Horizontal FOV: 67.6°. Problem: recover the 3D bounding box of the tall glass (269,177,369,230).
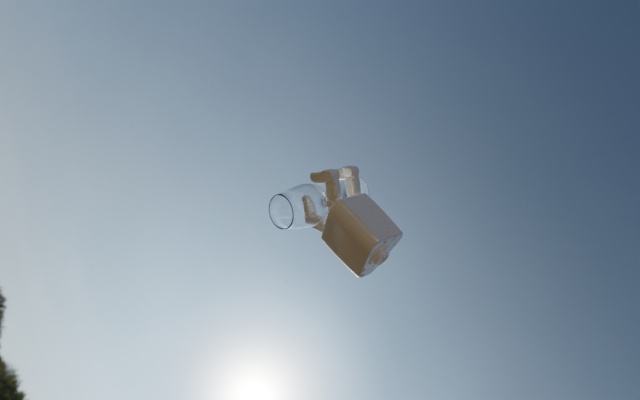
[{"bbox_3d":[0.000,0.003,0.878,0.079,0.079,0.201,0,10,44],"label":"tall glass"}]
